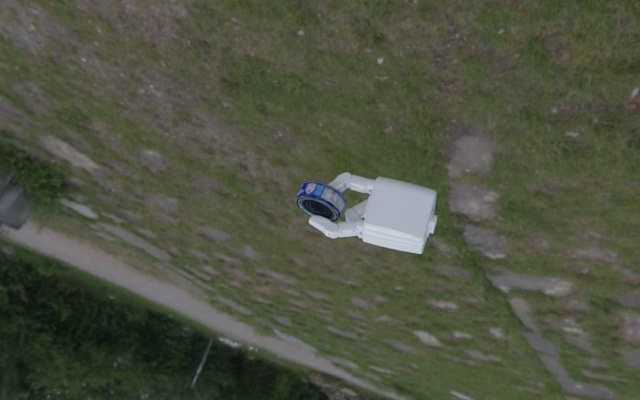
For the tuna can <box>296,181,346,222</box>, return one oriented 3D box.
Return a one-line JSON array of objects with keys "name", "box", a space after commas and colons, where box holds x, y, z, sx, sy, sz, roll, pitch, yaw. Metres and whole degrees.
[{"name": "tuna can", "box": [0.000, 0.003, 0.845, 0.086, 0.033, 0.086, 20, -25, 10]}]
